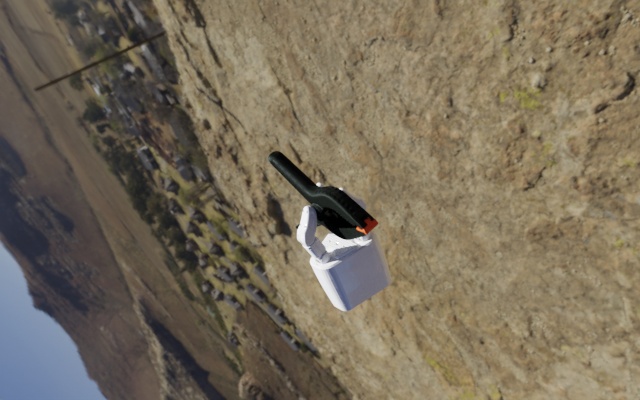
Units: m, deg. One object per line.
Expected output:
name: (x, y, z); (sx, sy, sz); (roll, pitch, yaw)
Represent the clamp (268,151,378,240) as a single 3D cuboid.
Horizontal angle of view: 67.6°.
clamp: (0.000, 0.003, 0.748); (0.036, 0.165, 0.210); (-40, 32, -26)
